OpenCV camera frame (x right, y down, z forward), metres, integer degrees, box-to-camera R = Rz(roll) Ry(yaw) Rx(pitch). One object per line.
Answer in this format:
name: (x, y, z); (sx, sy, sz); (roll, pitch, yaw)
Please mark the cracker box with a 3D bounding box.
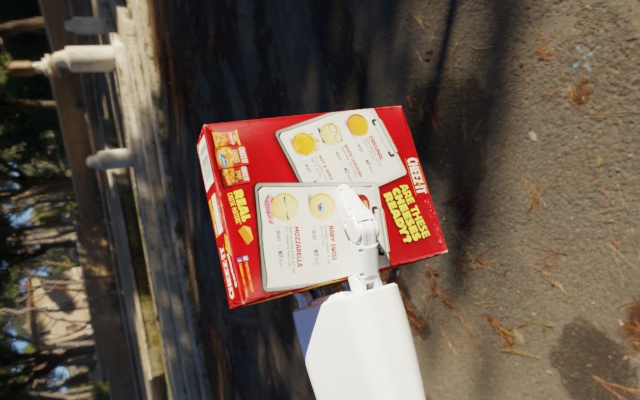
cracker box: (0.000, 0.002, 0.475); (0.213, 0.164, 0.072); (-10, -12, -24)
